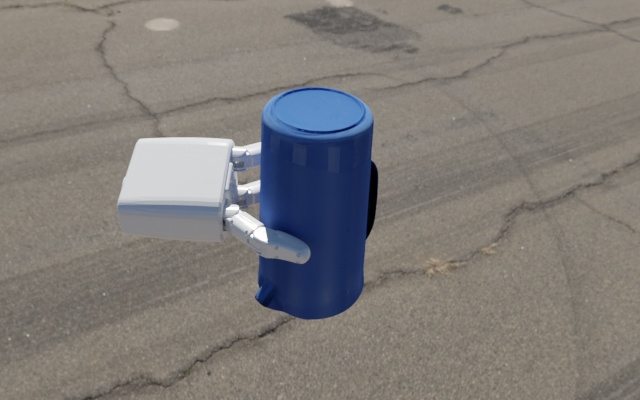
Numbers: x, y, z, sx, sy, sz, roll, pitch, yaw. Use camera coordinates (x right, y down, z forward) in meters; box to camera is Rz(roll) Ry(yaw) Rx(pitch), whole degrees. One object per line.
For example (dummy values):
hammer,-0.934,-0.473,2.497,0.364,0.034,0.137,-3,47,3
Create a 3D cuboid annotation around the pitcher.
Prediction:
pitcher,0.000,0.002,0.533,0.145,0.243,0.149,4,39,0
